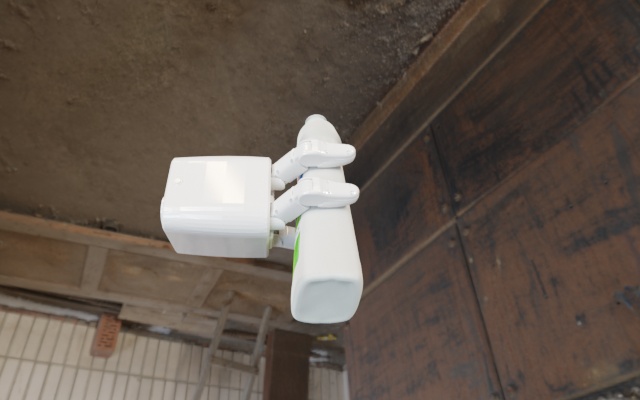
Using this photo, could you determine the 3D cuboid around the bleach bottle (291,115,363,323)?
[{"bbox_3d":[0.000,0.002,0.540,0.068,0.250,0.103,2,-40,-7],"label":"bleach bottle"}]
